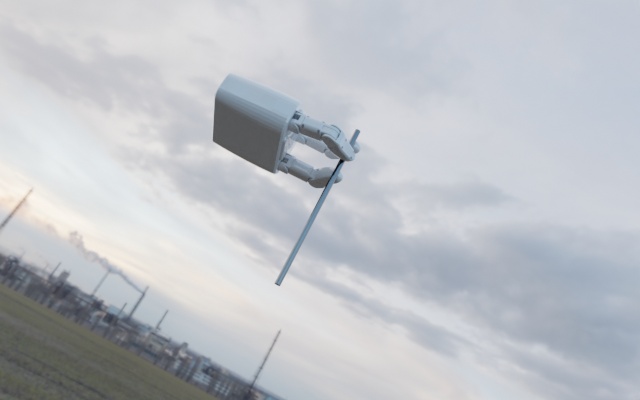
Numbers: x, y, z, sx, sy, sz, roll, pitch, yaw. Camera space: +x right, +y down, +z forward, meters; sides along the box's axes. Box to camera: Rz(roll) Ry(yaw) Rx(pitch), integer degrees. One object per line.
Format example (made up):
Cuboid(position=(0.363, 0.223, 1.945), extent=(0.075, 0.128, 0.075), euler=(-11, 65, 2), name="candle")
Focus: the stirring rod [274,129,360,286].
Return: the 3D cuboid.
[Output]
Cuboid(position=(0.000, 0.002, 0.615), extent=(0.011, 0.239, 0.011), euler=(23, -23, 11), name="stirring rod")
